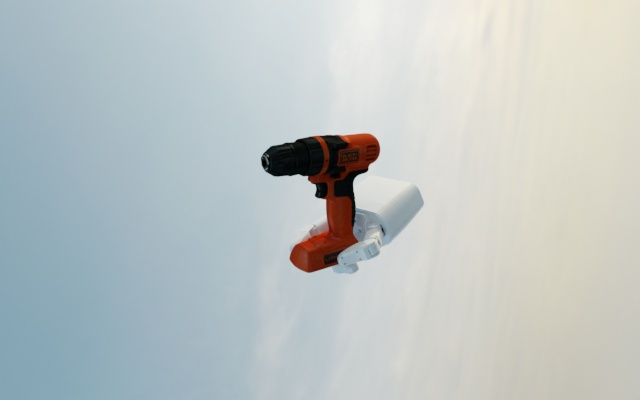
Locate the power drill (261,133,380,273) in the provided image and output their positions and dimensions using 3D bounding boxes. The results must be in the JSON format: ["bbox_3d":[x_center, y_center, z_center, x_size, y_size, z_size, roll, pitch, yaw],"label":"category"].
[{"bbox_3d":[0.000,0.003,0.658,0.184,0.188,0.057,-11,27,-34],"label":"power drill"}]
